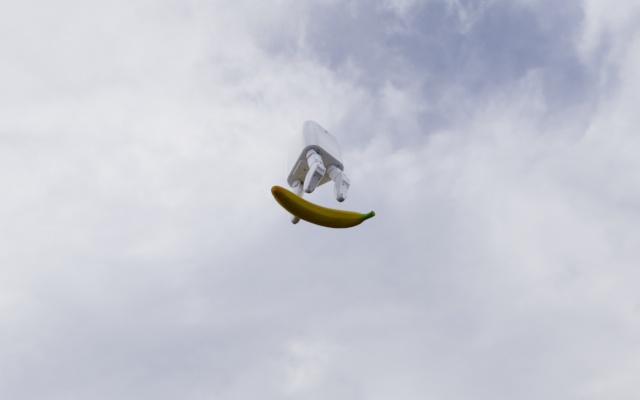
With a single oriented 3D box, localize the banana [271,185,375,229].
[{"bbox_3d":[-0.003,0.017,0.882,0.198,0.070,0.037,13,40,-14],"label":"banana"}]
